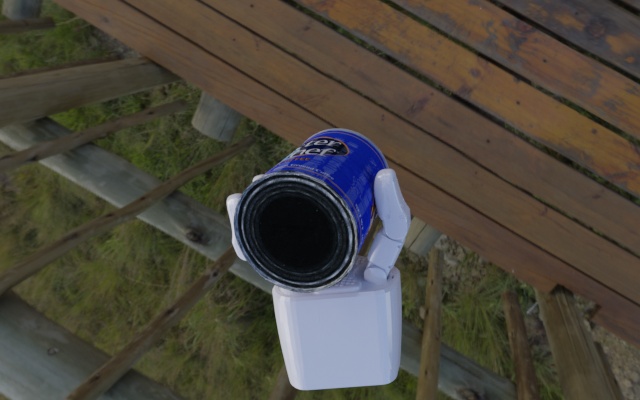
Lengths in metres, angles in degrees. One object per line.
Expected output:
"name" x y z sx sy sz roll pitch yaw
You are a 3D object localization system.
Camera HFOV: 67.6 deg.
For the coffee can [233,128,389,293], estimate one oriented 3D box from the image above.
"coffee can" 0.000 0.001 0.426 0.103 0.103 0.140 0 21 19
